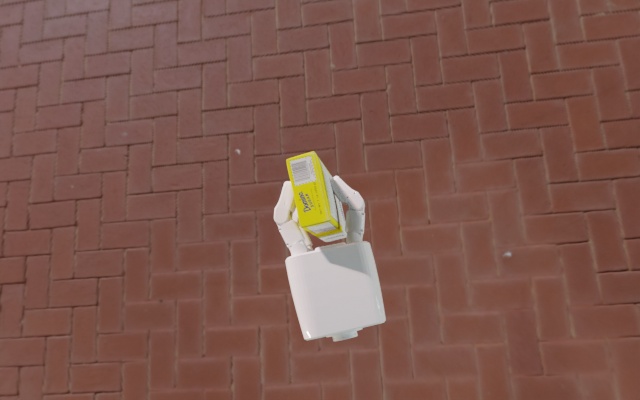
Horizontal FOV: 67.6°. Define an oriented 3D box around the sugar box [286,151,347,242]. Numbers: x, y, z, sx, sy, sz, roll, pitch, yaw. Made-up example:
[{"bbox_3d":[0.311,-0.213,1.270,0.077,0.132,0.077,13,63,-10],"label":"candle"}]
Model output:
[{"bbox_3d":[0.000,0.002,0.670,0.048,0.093,0.176,-13,-14,5],"label":"sugar box"}]
